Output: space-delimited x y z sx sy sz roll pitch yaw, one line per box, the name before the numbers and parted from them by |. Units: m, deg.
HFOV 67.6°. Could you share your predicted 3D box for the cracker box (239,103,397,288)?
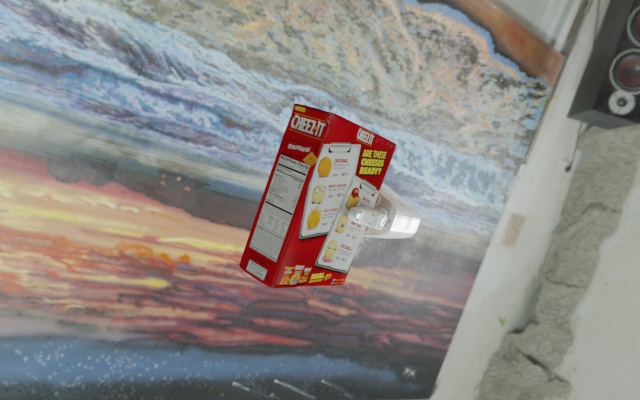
cracker box | 0.000 0.002 0.618 0.072 0.214 0.164 23 6 34
